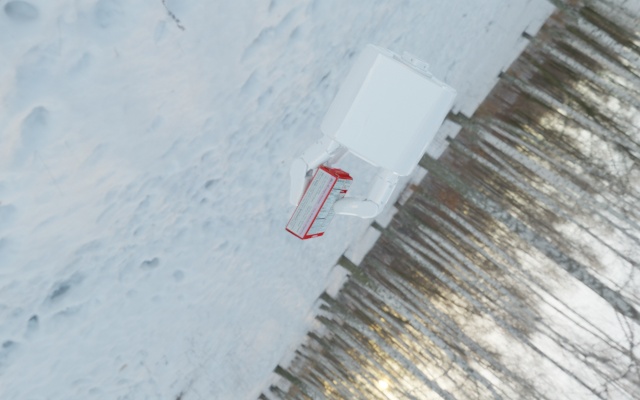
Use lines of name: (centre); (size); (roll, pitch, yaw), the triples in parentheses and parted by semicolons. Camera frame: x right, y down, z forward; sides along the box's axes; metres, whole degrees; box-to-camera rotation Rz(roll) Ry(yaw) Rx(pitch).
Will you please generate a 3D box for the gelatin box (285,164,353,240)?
gelatin box: (0.000, 0.002, 0.580); (0.030, 0.089, 0.073); (31, 10, 15)
